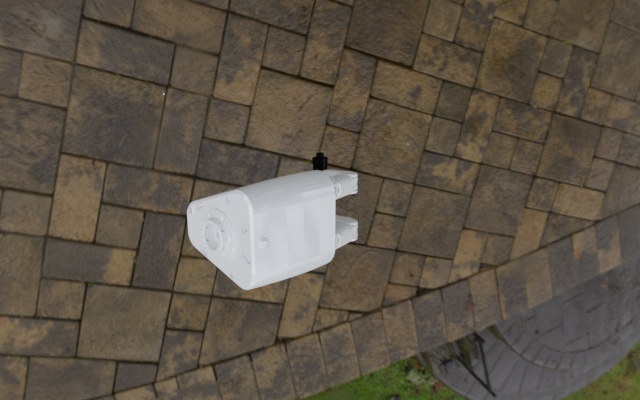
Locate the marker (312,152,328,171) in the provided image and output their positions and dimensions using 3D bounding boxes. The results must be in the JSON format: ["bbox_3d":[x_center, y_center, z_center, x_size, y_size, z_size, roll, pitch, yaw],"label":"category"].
[{"bbox_3d":[0.000,0.002,0.583,0.020,0.121,0.020,-1,13,0],"label":"marker"}]
